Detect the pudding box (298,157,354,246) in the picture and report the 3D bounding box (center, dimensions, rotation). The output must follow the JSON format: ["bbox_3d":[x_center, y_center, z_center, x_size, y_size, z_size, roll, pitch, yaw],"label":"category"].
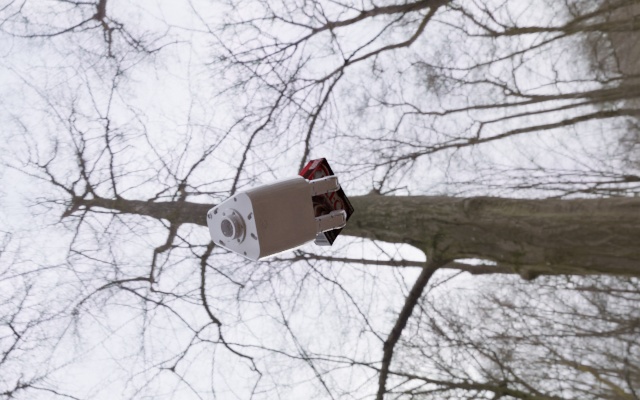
[{"bbox_3d":[0.000,0.003,0.755,0.039,0.113,0.090,-4,36,38],"label":"pudding box"}]
